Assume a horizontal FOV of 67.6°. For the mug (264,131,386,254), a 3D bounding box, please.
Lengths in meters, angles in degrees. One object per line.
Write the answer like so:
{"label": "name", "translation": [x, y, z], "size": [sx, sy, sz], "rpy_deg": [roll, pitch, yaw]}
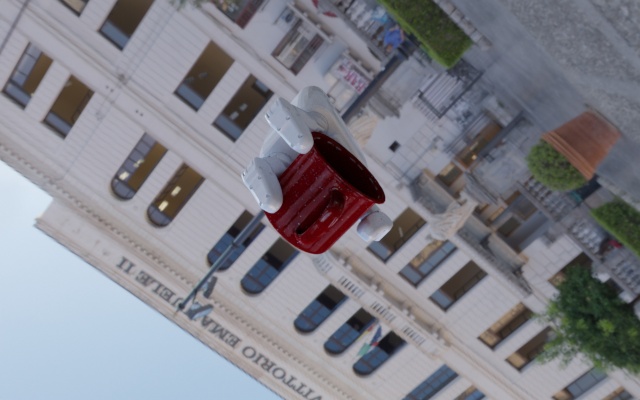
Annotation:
{"label": "mug", "translation": [0.000, 0.002, 0.437], "size": [0.093, 0.081, 0.117], "rpy_deg": [37, 20, -17]}
